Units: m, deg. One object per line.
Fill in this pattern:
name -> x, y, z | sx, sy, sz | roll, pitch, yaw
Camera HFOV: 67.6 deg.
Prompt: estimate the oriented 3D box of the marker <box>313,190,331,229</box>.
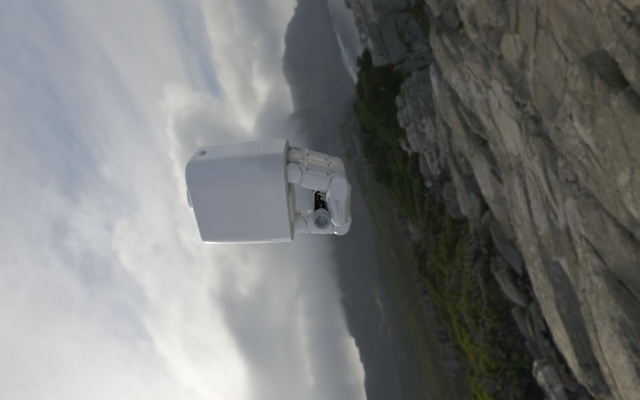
marker -> 0.000, 0.002, 0.562 | 0.020, 0.020, 0.121 | 0, 20, -1
